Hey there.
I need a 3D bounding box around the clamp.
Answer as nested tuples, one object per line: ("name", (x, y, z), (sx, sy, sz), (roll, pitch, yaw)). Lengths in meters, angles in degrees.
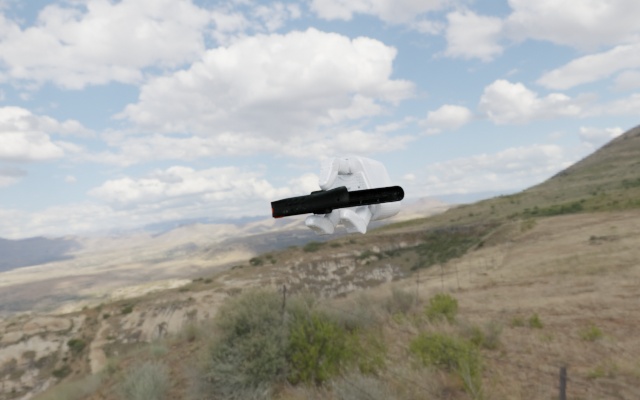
("clamp", (0.000, 0.002, 0.712), (0.210, 0.036, 0.164), (-8, -5, 30))
